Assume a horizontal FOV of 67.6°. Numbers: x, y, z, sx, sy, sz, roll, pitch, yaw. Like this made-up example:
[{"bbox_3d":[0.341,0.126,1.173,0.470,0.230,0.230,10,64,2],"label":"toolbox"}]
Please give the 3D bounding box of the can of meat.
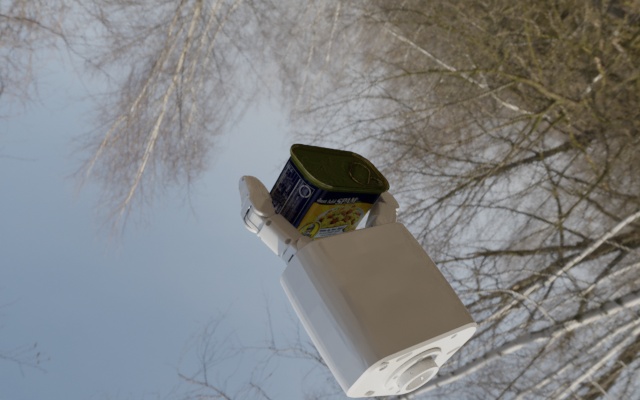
[{"bbox_3d":[0.000,0.002,0.438,0.102,0.084,0.057,2,40,-44],"label":"can of meat"}]
